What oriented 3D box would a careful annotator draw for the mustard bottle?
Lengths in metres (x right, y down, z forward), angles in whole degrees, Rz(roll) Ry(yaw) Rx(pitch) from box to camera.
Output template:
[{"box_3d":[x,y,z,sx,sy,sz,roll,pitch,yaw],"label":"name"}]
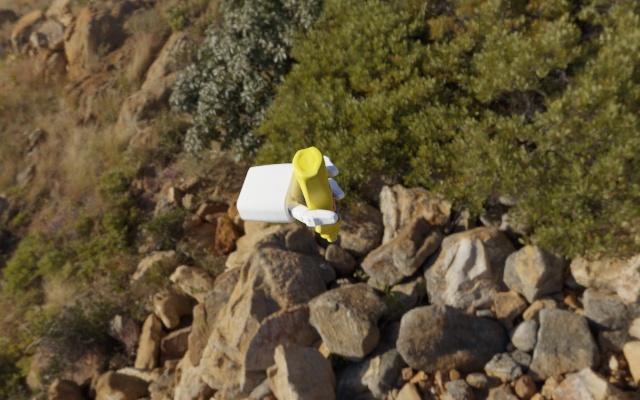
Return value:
[{"box_3d":[0.000,0.003,0.893,0.058,0.192,0.096,-15,35,2],"label":"mustard bottle"}]
